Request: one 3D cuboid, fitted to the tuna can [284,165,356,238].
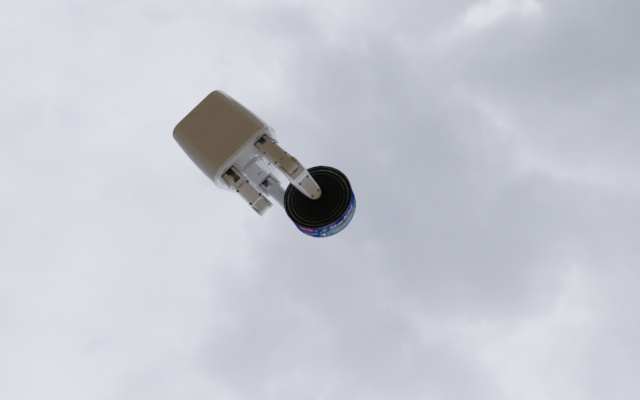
[{"bbox_3d":[0.000,0.002,0.589,0.086,0.086,0.034,0,-27,17],"label":"tuna can"}]
